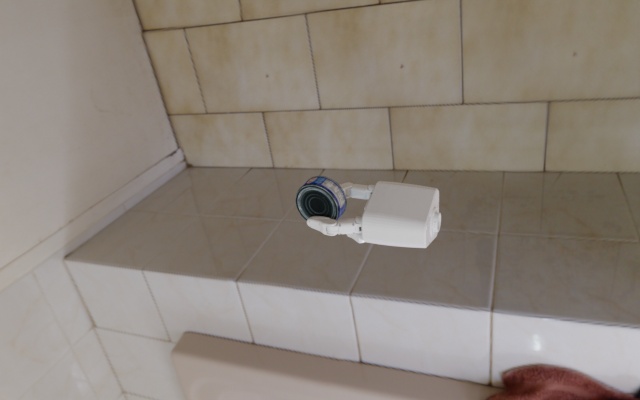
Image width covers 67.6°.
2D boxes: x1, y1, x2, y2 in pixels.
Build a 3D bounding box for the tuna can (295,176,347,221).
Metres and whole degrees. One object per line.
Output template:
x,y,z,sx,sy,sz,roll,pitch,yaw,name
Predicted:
0.000,0.003,0.827,0.086,0.086,0.033,0,28,30,tuna can
